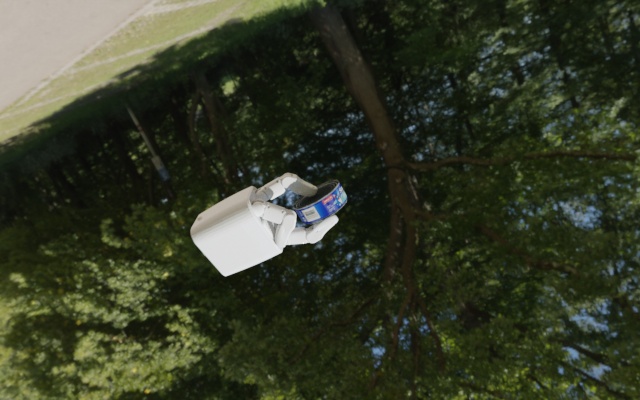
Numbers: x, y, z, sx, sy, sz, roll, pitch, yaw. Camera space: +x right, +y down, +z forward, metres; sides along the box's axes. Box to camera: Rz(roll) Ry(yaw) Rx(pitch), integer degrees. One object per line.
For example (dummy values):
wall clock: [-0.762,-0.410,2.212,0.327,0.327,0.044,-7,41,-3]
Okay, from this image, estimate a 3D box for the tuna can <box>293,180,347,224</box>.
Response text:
tuna can: [0.000,0.003,0.779,0.086,0.034,0.086,-28,15,9]
